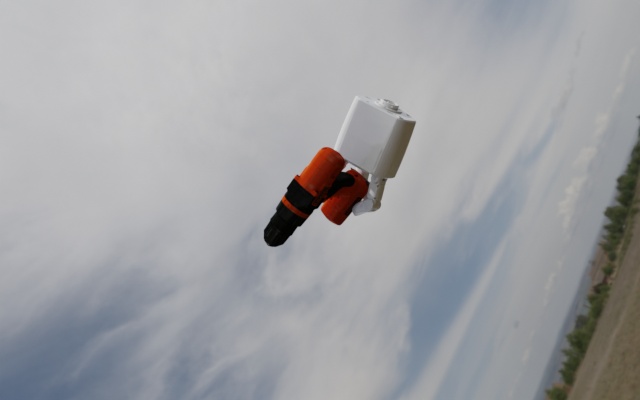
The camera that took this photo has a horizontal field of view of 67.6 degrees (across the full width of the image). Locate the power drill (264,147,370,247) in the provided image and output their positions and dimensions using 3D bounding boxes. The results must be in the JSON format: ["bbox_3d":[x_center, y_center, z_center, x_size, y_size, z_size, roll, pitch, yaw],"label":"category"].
[{"bbox_3d":[0.000,0.002,0.804,0.057,0.184,0.187,43,15,20],"label":"power drill"}]
